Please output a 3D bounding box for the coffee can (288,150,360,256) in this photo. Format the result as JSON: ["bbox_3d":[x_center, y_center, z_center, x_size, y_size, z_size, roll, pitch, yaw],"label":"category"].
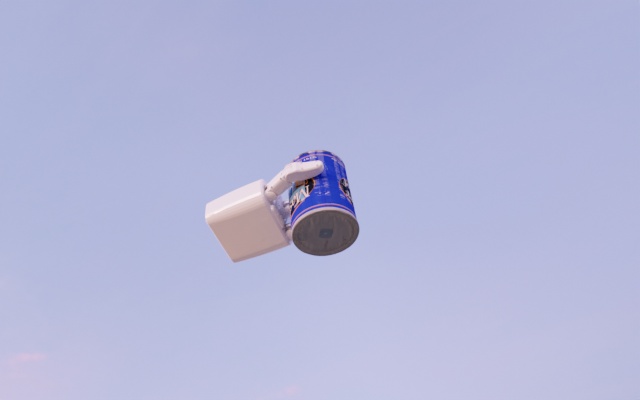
[{"bbox_3d":[0.000,0.002,0.760,0.103,0.103,0.140,0,44,-9],"label":"coffee can"}]
